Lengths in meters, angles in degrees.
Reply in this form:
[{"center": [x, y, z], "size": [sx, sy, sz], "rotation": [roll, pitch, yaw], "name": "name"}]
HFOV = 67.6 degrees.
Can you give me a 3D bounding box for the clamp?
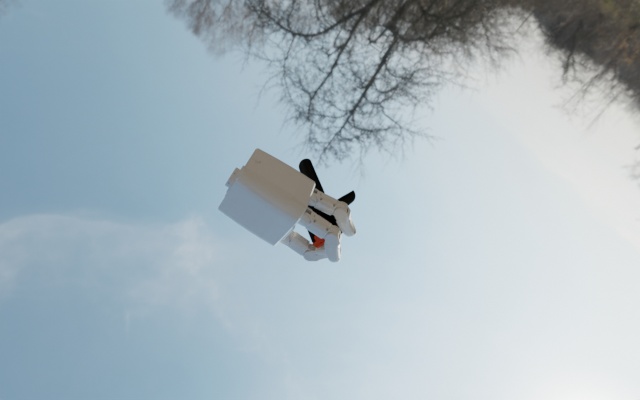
[{"center": [0.000, 0.003, 0.783], "size": [0.120, 0.039, 0.171], "rotation": [34, 32, -11], "name": "clamp"}]
